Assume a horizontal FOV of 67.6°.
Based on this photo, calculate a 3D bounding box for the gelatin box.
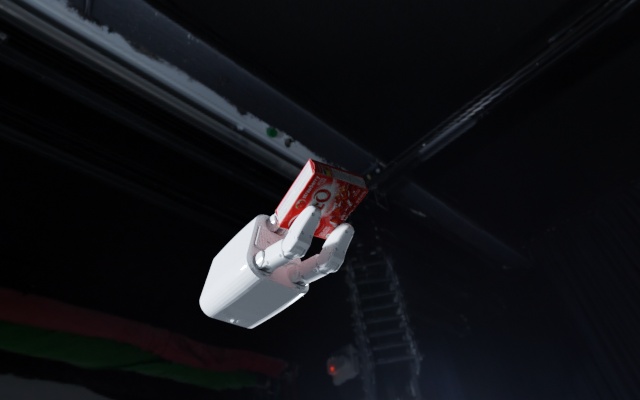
[{"bbox_3d":[0.000,0.001,0.551,0.073,0.089,0.030,17,36,-28],"label":"gelatin box"}]
